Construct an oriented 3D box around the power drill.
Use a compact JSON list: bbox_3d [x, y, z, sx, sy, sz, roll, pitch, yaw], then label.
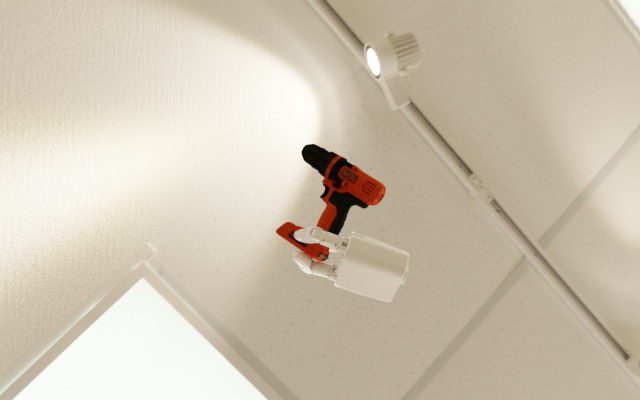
[{"bbox_3d":[0.000,0.003,0.881,0.184,0.187,0.057,33,-1,23],"label":"power drill"}]
